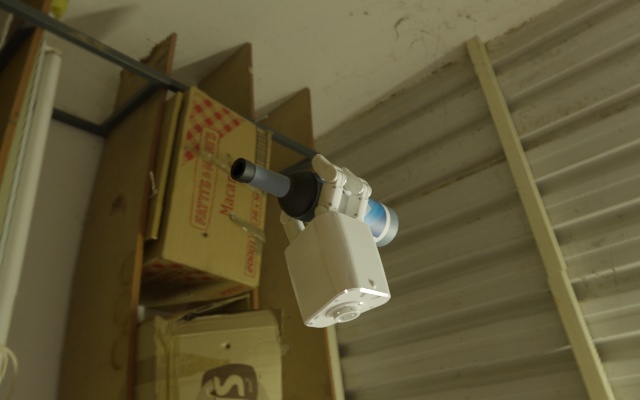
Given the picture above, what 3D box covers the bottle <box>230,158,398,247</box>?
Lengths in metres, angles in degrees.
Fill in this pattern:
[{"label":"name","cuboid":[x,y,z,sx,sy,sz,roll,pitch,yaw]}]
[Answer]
[{"label":"bottle","cuboid":[0.000,0.002,0.654,0.069,0.069,0.296,0,-15,42]}]
